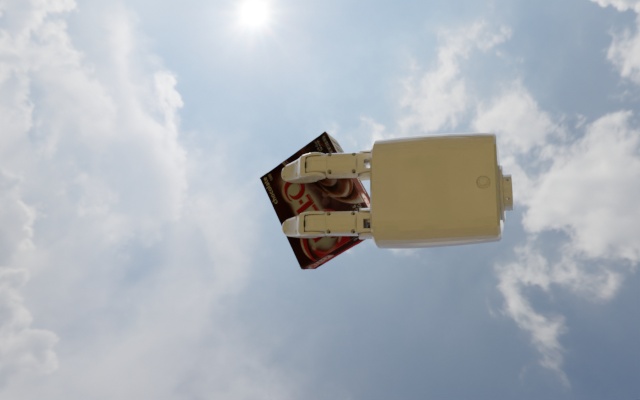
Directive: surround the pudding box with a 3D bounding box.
[{"bbox_3d":[0.000,0.002,0.489,0.090,0.113,0.039,-33,-22,18],"label":"pudding box"}]
